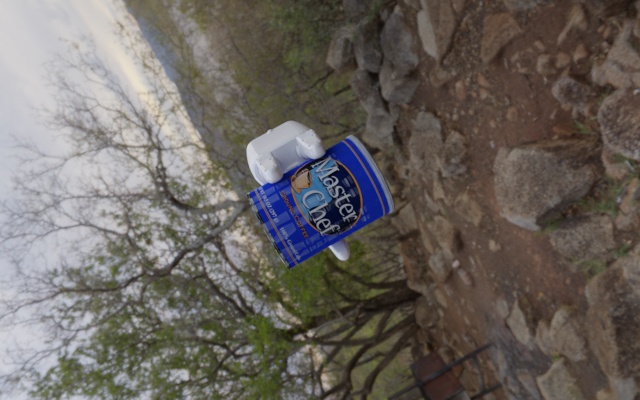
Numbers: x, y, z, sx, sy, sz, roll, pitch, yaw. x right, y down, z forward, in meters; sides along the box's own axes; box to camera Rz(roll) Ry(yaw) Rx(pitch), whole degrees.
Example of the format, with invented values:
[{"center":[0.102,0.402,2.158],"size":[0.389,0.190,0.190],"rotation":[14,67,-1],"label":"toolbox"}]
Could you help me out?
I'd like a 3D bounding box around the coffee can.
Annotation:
[{"center":[0.000,0.002,0.557],"size":[0.140,0.103,0.103],"rotation":[-29,2,-4],"label":"coffee can"}]
